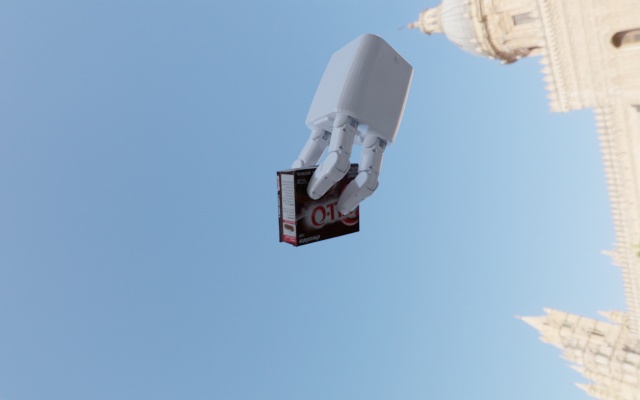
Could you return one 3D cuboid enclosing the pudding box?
[{"bbox_3d":[0.000,0.002,0.588,0.113,0.090,0.039,-9,11,-41],"label":"pudding box"}]
